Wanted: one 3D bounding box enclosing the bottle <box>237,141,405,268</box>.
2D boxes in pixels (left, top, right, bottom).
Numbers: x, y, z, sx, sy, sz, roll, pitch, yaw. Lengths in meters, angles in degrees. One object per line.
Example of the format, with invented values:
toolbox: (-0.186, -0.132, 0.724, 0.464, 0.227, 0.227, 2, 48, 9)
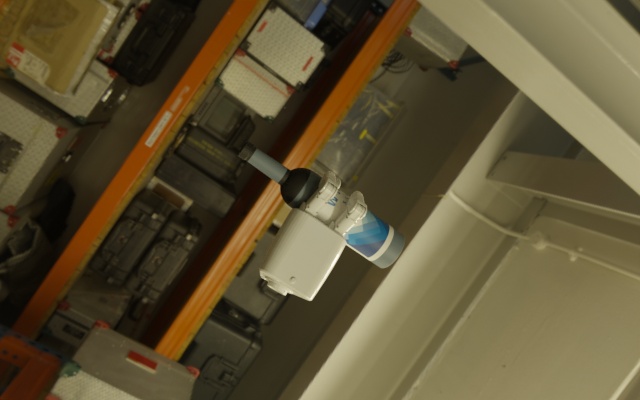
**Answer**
bottle: (0.000, 0.003, 0.751, 0.296, 0.069, 0.069, 35, -10, -15)
